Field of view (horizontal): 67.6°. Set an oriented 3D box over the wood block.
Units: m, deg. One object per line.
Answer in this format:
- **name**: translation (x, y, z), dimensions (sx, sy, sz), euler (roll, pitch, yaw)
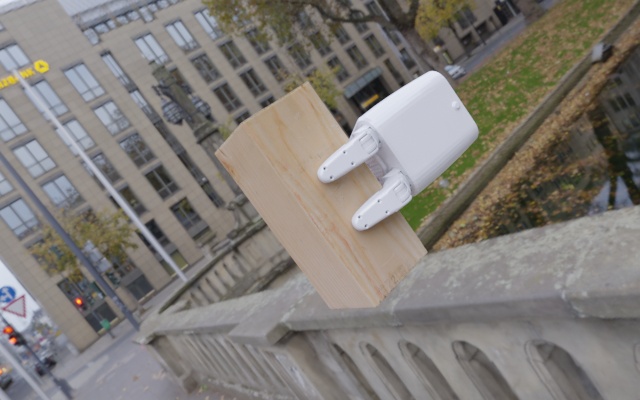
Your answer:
- **wood block**: translation (0.000, 0.001, 0.484), dimensions (0.090, 0.206, 0.091), euler (-39, 7, -29)
